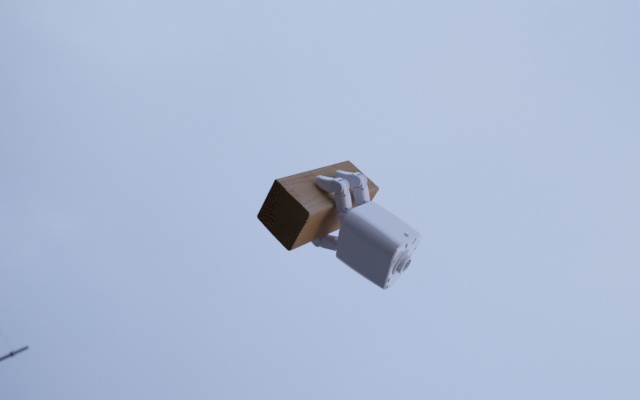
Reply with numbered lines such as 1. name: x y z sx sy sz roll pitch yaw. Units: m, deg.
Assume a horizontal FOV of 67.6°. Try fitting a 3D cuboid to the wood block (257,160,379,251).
1. wood block: 0.000 0.003 0.853 0.090 0.091 0.206 44 35 21
